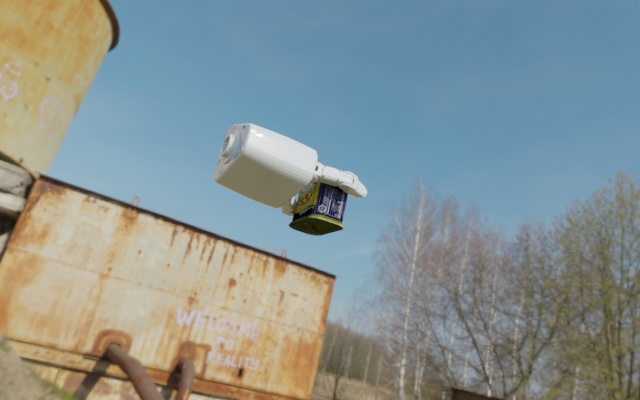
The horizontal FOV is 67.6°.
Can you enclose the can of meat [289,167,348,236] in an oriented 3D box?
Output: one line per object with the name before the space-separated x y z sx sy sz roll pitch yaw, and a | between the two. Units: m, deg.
can of meat | 0.000 0.002 0.734 0.057 0.084 0.102 20 -20 -23
